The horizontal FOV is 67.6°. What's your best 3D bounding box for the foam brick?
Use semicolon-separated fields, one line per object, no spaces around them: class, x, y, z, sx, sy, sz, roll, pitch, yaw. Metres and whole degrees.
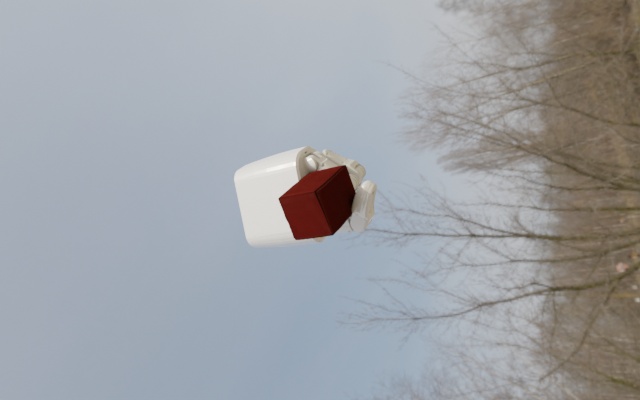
foam brick;0.000;0.002;0.527;0.051;0.053;0.078;-10;19;32
